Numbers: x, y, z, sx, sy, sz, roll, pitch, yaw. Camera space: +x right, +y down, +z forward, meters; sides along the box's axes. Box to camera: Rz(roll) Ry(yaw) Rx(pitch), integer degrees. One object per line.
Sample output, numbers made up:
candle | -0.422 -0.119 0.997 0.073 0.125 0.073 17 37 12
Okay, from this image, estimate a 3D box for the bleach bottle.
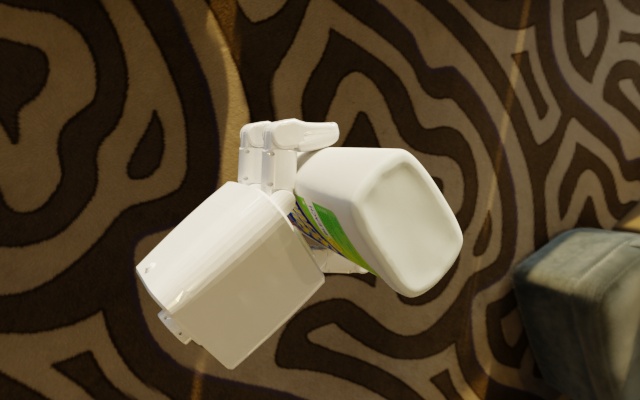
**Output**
bleach bottle | 0.000 0.001 0.418 0.068 0.103 0.251 -43 24 -17
